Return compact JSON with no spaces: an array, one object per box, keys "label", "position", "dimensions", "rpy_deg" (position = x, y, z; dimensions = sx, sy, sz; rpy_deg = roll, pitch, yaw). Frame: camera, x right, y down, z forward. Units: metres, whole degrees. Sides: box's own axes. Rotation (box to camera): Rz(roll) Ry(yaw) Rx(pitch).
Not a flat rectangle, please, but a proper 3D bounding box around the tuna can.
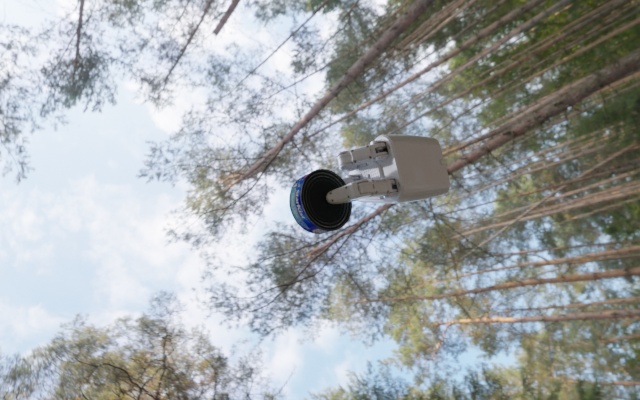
[{"label":"tuna can","position":[0.000,0.002,0.655],"dimensions":[0.086,0.086,0.034],"rpy_deg":[0,-13,-37]}]
